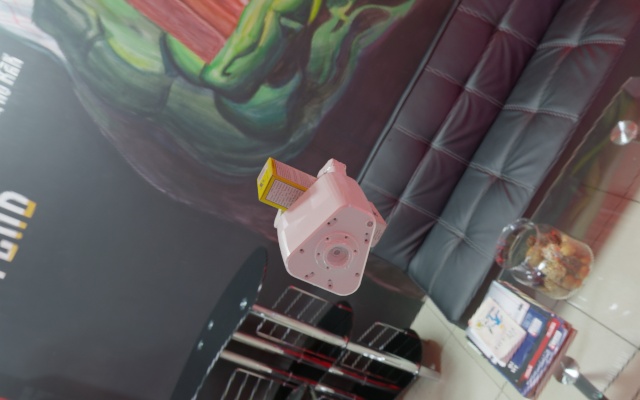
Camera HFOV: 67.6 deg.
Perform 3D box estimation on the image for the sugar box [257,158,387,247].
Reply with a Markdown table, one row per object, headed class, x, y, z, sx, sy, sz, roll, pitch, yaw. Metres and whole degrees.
| class | x | y | z | sx | sy | sz | roll | pitch | yaw |
| --- | --- | --- | --- | --- | --- | --- | --- | --- | --- |
| sugar box | 0.000 | 0.003 | 0.671 | 0.176 | 0.048 | 0.093 | 26 | 15 | -17 |
